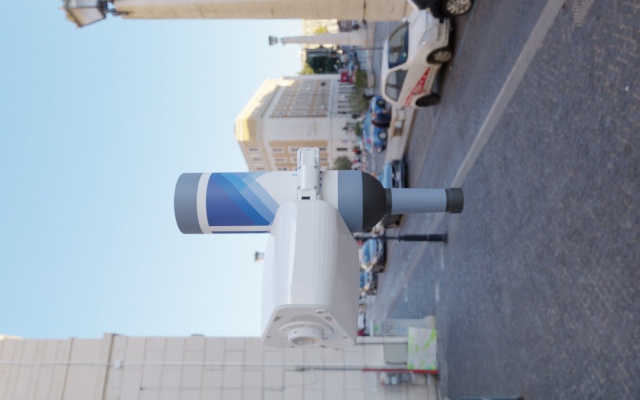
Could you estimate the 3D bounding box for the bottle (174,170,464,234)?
[{"bbox_3d":[0.000,0.002,0.507,0.296,0.069,0.069,-1,0,3],"label":"bottle"}]
